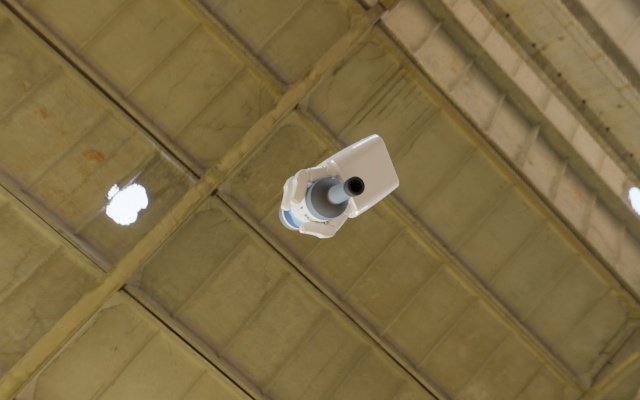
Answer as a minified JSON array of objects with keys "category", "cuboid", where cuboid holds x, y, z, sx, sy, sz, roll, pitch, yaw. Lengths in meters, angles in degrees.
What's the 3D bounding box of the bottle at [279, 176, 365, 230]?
[{"category":"bottle","cuboid":[0.000,0.003,0.801,0.069,0.069,0.296,0,-9,-20]}]
